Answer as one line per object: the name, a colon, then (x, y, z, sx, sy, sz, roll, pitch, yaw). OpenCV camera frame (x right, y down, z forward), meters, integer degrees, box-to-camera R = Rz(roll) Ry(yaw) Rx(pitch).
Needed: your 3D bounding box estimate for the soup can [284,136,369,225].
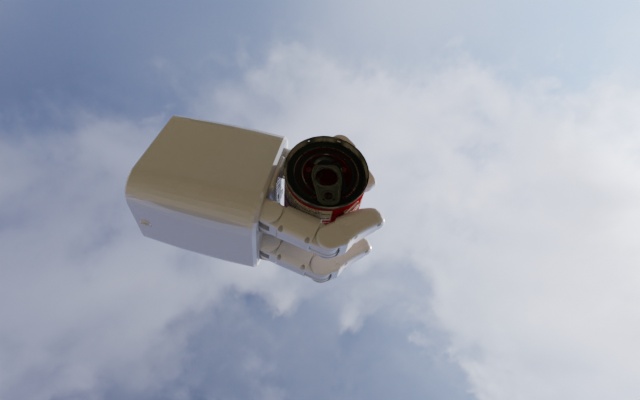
soup can: (0.001, 0.002, 0.418, 0.068, 0.068, 0.102, 0, -30, -7)
